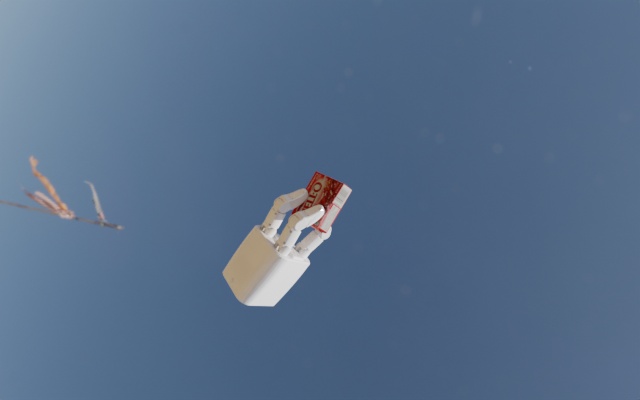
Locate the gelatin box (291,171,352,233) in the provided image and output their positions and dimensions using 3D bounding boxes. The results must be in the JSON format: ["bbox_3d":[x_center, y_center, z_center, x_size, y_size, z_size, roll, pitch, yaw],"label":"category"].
[{"bbox_3d":[0.001,0.003,0.811,0.073,0.089,0.030,27,-6,44],"label":"gelatin box"}]
